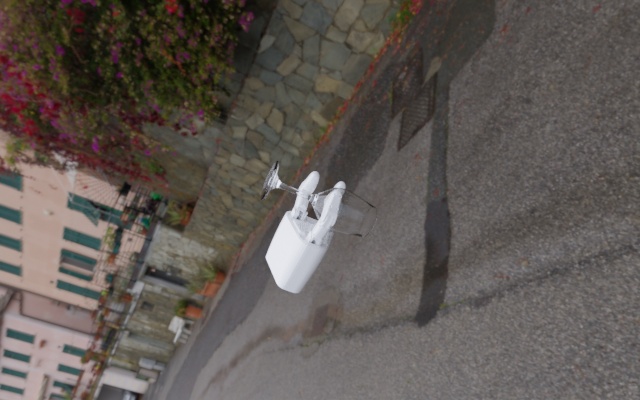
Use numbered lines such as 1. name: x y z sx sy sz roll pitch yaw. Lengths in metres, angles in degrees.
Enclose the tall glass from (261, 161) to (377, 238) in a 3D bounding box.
1. tall glass: 0.000 0.002 0.848 0.201 0.079 0.079 22 -6 -16
